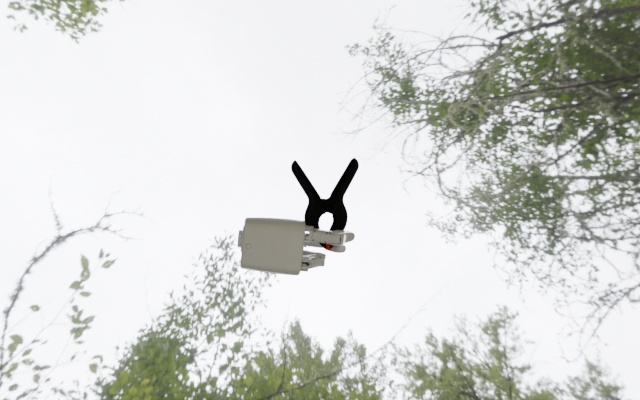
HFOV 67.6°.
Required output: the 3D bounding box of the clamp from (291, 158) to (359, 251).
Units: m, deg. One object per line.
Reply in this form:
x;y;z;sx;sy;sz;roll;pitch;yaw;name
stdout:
0.000;0.003;0.853;0.120;0.171;0.039;6;8;-6;clamp
